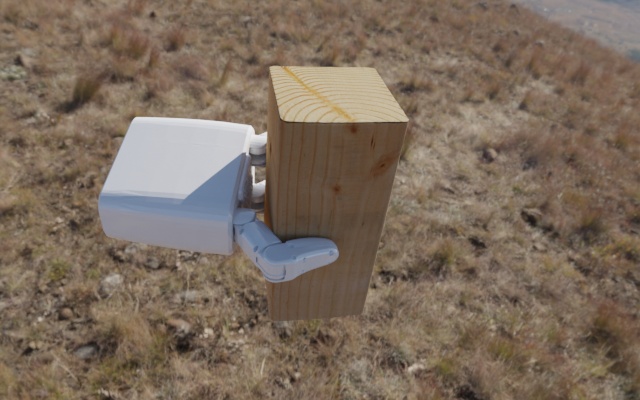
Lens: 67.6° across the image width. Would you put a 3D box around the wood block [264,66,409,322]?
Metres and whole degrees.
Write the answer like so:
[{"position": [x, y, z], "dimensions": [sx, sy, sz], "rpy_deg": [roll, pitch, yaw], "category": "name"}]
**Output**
[{"position": [0.000, 0.001, 0.411], "dimensions": [0.090, 0.206, 0.090], "rpy_deg": [-2, 39, -11], "category": "wood block"}]
